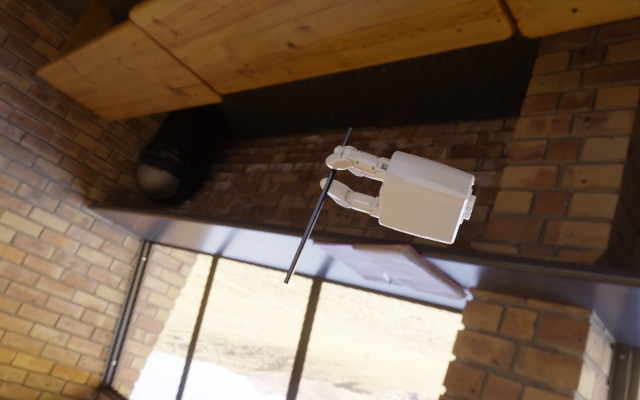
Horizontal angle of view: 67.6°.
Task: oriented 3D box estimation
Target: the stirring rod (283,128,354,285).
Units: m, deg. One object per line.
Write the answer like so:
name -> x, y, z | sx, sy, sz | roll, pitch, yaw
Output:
stirring rod -> 0.000, 0.002, 0.653 | 0.011, 0.239, 0.011 | 21, -18, 7
